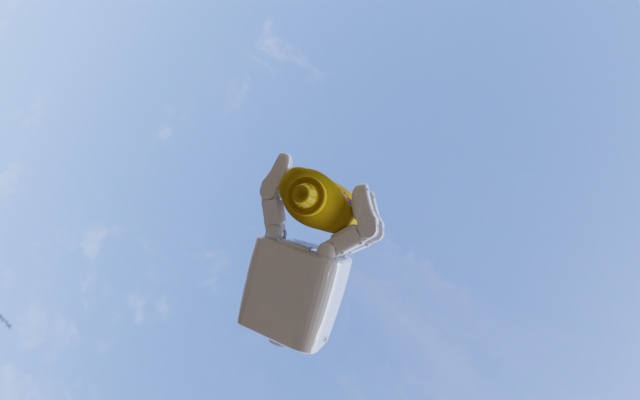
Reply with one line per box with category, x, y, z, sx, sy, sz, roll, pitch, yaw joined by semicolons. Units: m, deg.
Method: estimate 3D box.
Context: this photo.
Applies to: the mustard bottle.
mustard bottle;0.000;0.002;0.558;0.096;0.058;0.191;40;4;12
